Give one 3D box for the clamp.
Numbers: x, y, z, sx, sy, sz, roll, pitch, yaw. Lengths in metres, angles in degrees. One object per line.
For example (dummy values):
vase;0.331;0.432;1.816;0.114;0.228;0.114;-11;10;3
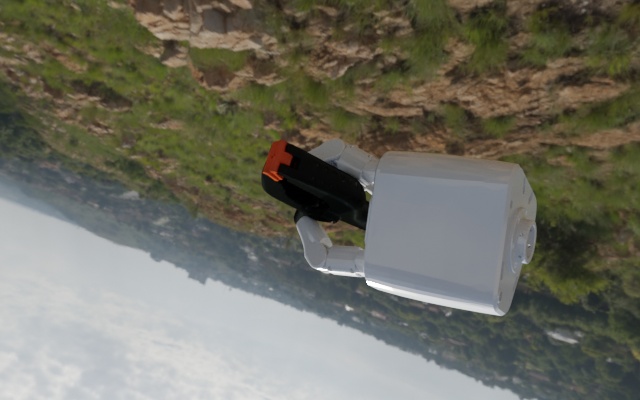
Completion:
clamp;0.000;0.002;0.455;0.164;0.036;0.210;6;-17;35
